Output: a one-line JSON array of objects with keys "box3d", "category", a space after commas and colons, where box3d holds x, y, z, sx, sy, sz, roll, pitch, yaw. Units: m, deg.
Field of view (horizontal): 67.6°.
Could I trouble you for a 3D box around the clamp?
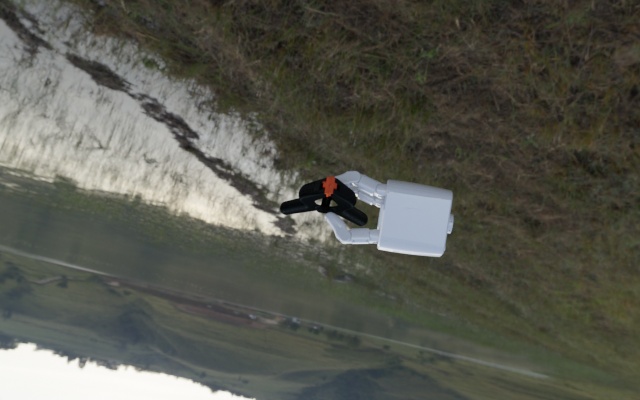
[{"box3d": [0.000, 0.003, 0.811, 0.164, 0.036, 0.210, 6, -15, 6], "category": "clamp"}]
